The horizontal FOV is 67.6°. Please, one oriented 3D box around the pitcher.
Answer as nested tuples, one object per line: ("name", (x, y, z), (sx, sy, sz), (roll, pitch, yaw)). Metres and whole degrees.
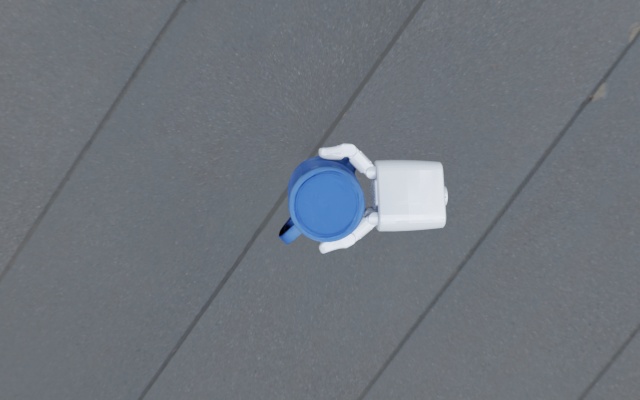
("pitcher", (0.000, 0.002, 0.777), (0.145, 0.149, 0.243), (0, 6, 0))
